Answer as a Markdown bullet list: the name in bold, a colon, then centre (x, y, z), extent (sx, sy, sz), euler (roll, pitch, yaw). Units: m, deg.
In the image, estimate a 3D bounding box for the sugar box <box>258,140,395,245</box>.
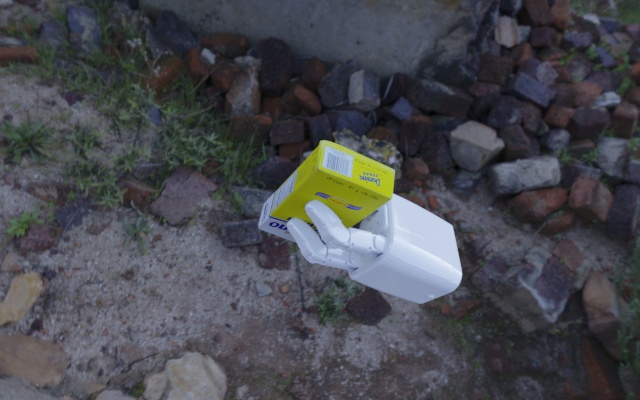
- **sugar box**: centre (0.000, 0.002, 0.570), extent (0.093, 0.048, 0.176), euler (22, -35, -18)
